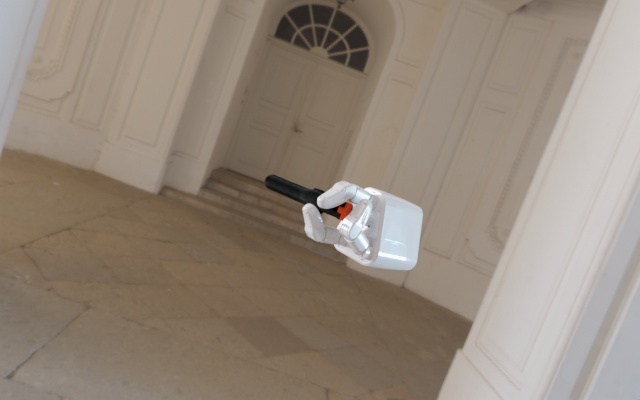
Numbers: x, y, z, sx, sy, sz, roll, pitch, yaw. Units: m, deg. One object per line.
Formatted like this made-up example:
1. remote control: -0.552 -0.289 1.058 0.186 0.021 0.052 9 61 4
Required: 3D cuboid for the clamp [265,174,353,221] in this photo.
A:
1. clamp: 0.000 0.002 0.748 0.120 0.039 0.171 15 7 -42
